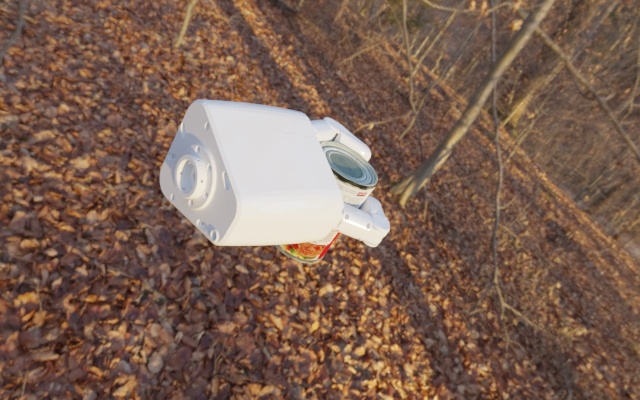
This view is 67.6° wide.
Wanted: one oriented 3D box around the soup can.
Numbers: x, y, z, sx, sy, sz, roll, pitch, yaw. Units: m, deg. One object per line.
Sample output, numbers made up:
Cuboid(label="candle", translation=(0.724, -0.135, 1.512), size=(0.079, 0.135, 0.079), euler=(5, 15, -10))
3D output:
Cuboid(label="soup can", translation=(0.001, 0.001, 0.461), size=(0.068, 0.102, 0.068), euler=(26, 30, -16))
